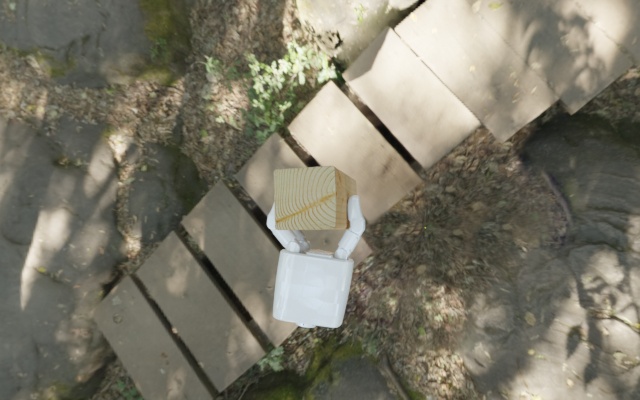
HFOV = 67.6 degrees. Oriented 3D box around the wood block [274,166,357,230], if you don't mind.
[{"bbox_3d":[0.000,0.003,0.769,0.091,0.090,0.206,-2,-3,12],"label":"wood block"}]
